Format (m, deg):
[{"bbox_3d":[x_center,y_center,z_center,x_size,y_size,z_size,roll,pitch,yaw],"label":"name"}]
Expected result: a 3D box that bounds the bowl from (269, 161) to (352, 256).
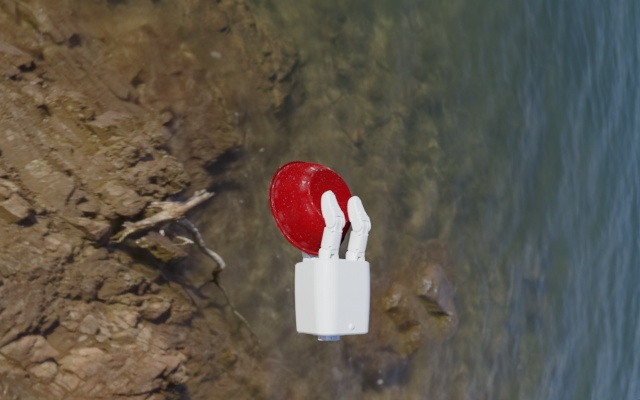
[{"bbox_3d":[0.000,0.001,0.749,0.162,0.162,0.055,0,-20,-43],"label":"bowl"}]
